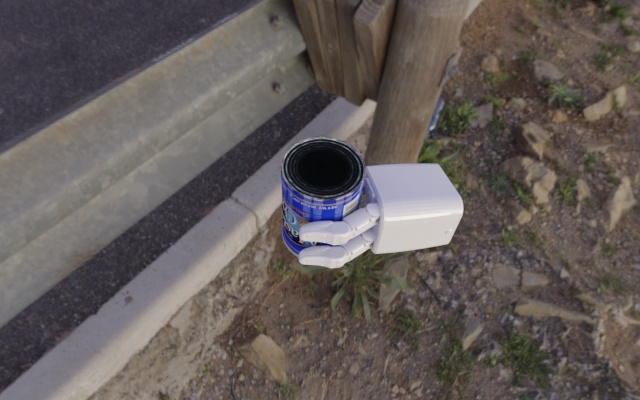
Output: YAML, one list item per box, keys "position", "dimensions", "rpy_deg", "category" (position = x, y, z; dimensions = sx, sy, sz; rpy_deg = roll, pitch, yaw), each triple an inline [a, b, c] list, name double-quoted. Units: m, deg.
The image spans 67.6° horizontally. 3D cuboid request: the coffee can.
- position: [0.000, 0.002, 0.624]
  dimensions: [0.103, 0.102, 0.140]
  rpy_deg: [0, -38, -4]
  category: "coffee can"
